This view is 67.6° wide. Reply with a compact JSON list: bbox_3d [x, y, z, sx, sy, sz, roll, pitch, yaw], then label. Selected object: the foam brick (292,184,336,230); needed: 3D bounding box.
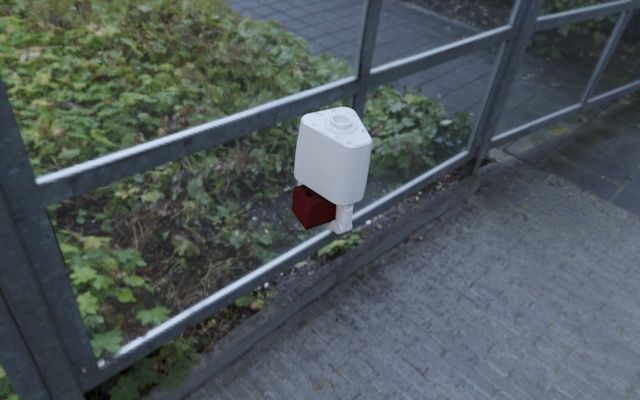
[{"bbox_3d":[0.000,0.003,0.760,0.078,0.051,0.053,-18,46,-27],"label":"foam brick"}]
